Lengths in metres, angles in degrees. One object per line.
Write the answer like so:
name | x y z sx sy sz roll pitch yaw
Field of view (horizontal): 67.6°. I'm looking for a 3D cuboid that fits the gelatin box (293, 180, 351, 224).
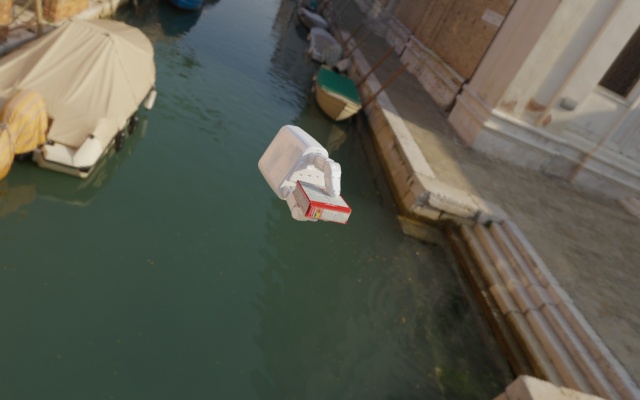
gelatin box | 0.000 0.002 0.790 0.073 0.030 0.089 12 21 -24
